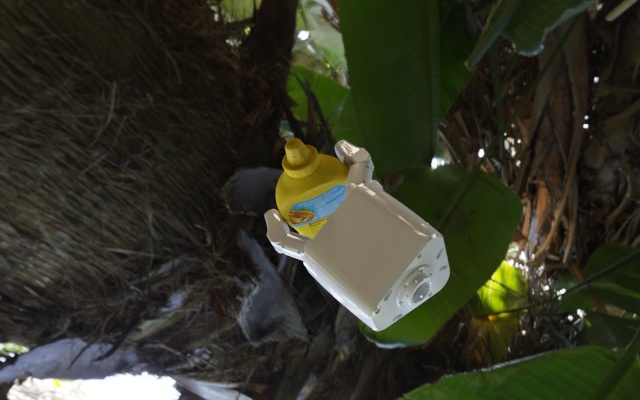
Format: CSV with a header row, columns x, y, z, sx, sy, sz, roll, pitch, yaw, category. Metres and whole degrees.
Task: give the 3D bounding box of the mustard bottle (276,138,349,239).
x,y,z,sx,sy,sz,roll,pitch,yaw,category
0.000,0.002,0.571,0.096,0.058,0.192,-23,-45,3,mustard bottle
